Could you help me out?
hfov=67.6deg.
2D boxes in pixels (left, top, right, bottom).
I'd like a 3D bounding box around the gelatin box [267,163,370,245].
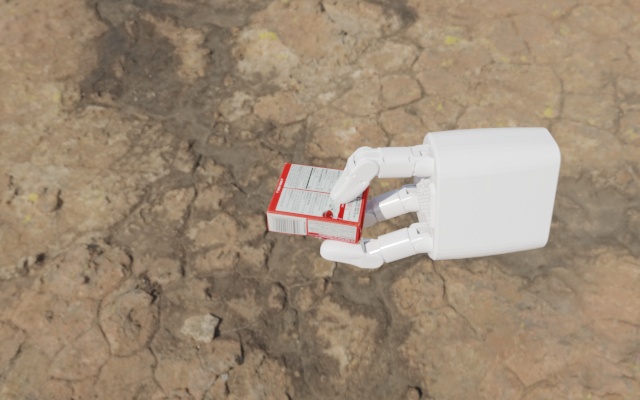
[{"bbox_3d":[0.000,0.001,0.461,0.089,0.030,0.073,8,45,7],"label":"gelatin box"}]
